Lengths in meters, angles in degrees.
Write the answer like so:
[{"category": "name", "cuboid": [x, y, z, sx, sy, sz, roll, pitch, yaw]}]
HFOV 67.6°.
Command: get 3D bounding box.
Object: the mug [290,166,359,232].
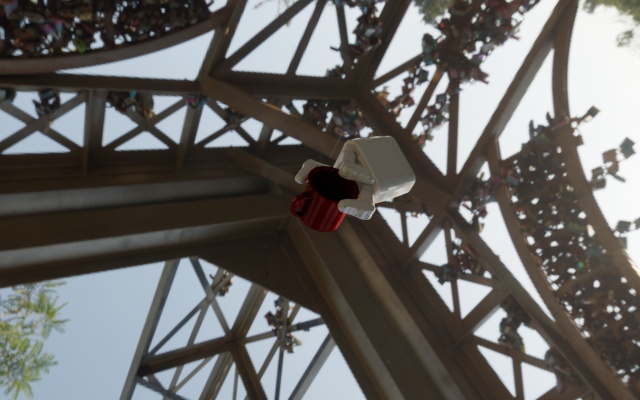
[{"category": "mug", "cuboid": [-0.001, 0.003, 0.819, 0.117, 0.093, 0.081, -13, -37, -37]}]
